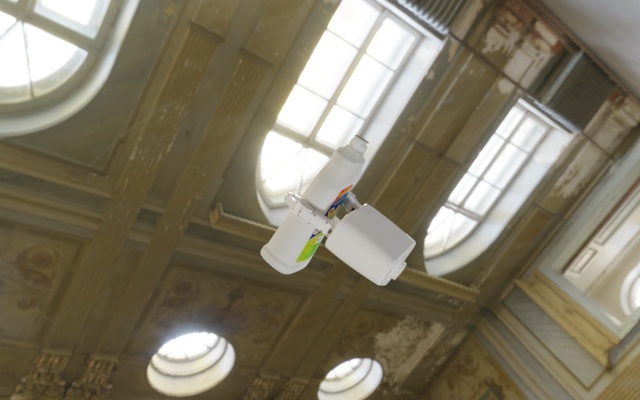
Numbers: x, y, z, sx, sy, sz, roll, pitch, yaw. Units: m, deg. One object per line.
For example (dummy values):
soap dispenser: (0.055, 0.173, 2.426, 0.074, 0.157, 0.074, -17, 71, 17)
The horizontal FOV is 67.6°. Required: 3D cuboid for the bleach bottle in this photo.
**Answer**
bleach bottle: (0.000, 0.003, 0.799, 0.068, 0.251, 0.102, 38, 18, 18)
